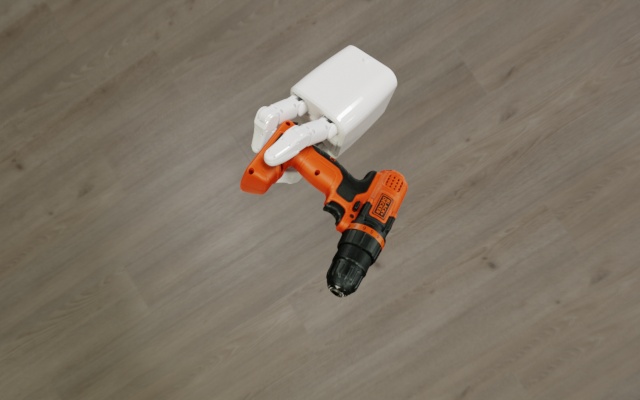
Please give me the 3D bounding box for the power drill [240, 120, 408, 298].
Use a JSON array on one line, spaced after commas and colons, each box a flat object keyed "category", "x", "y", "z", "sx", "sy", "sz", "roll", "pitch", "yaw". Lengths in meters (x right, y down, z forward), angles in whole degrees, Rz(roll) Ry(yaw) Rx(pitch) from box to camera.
[{"category": "power drill", "x": 0.000, "y": 0.001, "z": 0.582, "sx": 0.187, "sy": 0.184, "sz": 0.057, "roll": 33, "pitch": -33, "yaw": -2}]
